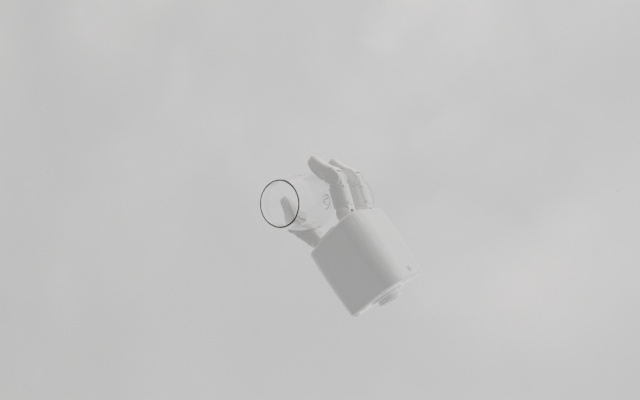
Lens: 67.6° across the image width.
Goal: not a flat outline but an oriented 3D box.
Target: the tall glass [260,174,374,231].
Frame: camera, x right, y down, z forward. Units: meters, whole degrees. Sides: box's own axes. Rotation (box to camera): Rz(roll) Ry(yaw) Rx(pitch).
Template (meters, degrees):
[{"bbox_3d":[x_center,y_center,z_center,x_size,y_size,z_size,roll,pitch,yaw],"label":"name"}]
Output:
[{"bbox_3d":[0.000,0.002,0.683,0.079,0.079,0.201,0,1,32],"label":"tall glass"}]
